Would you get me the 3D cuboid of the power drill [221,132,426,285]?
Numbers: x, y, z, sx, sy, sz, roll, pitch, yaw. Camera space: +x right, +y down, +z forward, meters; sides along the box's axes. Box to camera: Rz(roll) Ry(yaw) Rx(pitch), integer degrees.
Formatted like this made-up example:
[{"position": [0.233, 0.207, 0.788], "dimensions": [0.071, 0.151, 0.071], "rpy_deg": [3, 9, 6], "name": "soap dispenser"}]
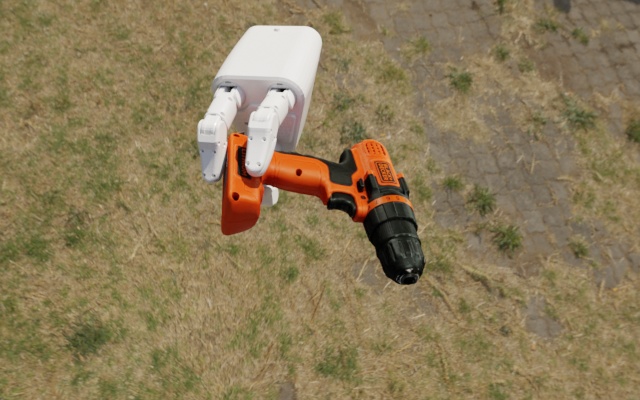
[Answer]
[{"position": [0.000, 0.001, 0.465], "dimensions": [0.187, 0.057, 0.184], "rpy_deg": [6, 41, -17], "name": "power drill"}]
